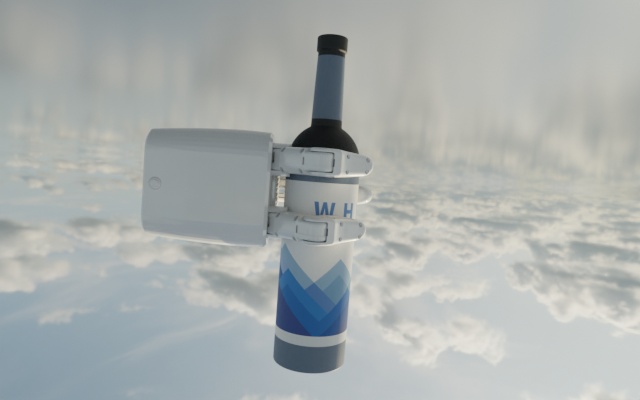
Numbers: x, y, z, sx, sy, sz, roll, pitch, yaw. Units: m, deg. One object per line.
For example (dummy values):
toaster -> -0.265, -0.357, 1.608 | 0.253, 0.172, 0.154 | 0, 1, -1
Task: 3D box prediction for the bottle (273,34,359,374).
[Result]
bottle -> 0.000, 0.002, 0.436 | 0.069, 0.296, 0.069 | 4, 4, 0
